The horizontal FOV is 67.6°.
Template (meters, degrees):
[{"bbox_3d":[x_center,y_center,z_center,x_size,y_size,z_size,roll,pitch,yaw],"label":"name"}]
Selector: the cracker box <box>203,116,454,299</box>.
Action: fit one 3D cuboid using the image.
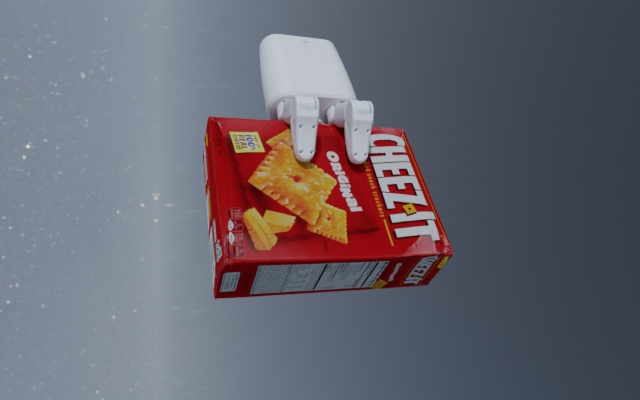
[{"bbox_3d":[0.000,0.002,0.465,0.214,0.164,0.072,0,-36,-19],"label":"cracker box"}]
